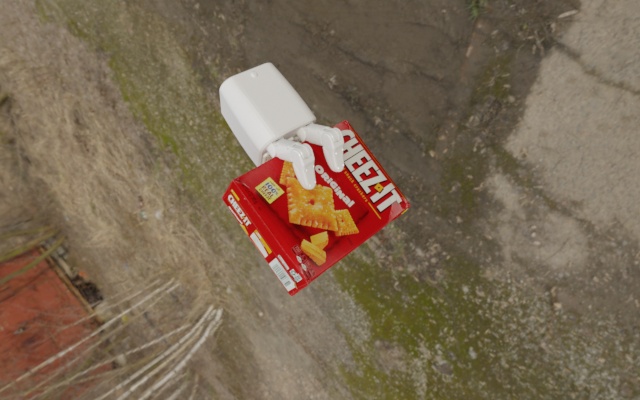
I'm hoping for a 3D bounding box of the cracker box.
[{"bbox_3d":[0.000,0.002,0.666,0.213,0.164,0.072,-33,-6,-32],"label":"cracker box"}]
